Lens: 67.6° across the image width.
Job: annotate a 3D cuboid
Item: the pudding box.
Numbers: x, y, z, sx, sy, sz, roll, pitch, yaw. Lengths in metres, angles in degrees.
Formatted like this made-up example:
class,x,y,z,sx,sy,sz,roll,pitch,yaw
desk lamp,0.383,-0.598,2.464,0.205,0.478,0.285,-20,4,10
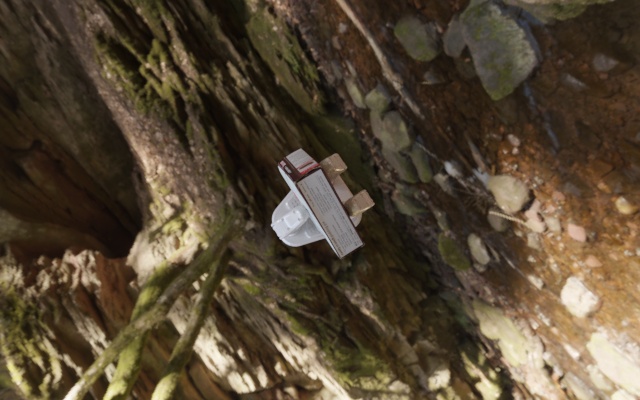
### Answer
class,x,y,z,sx,sy,sz,roll,pitch,yaw
pudding box,0.000,0.002,0.554,0.039,0.113,0.090,-34,25,-4
